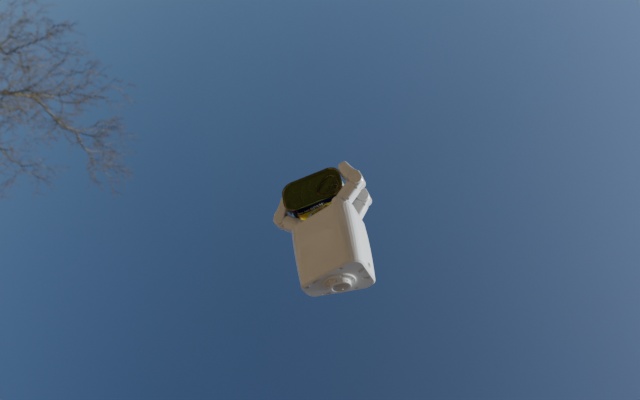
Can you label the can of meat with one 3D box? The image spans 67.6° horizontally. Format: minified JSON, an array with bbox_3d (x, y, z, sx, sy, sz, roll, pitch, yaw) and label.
[{"bbox_3d":[0.000,0.003,0.795,0.102,0.057,0.084,-21,-39,10],"label":"can of meat"}]
